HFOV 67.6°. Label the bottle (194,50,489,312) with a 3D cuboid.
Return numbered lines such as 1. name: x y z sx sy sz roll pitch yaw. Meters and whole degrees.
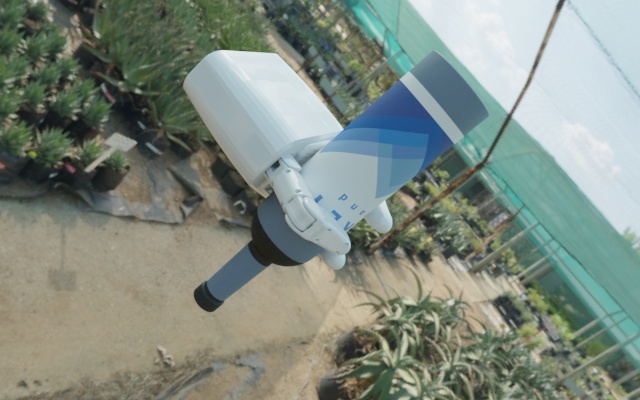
1. bottle: 0.000 0.001 0.406 0.296 0.069 0.069 -40 -13 16
